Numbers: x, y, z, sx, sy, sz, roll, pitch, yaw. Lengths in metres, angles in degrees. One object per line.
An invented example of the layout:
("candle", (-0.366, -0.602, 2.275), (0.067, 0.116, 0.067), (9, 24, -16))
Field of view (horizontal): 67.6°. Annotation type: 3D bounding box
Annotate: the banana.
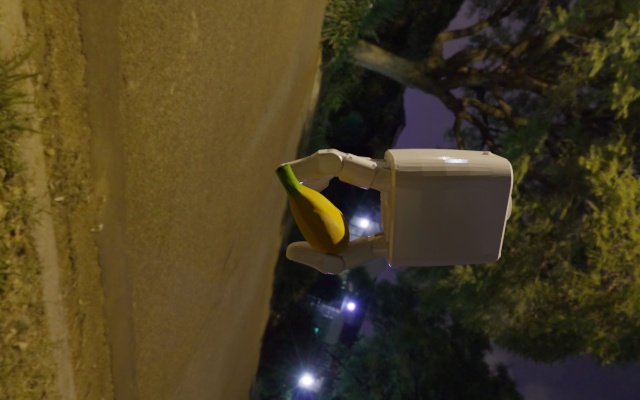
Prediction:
("banana", (0.005, 0.018, 0.453), (0.037, 0.069, 0.198), (-18, -13, 5))
